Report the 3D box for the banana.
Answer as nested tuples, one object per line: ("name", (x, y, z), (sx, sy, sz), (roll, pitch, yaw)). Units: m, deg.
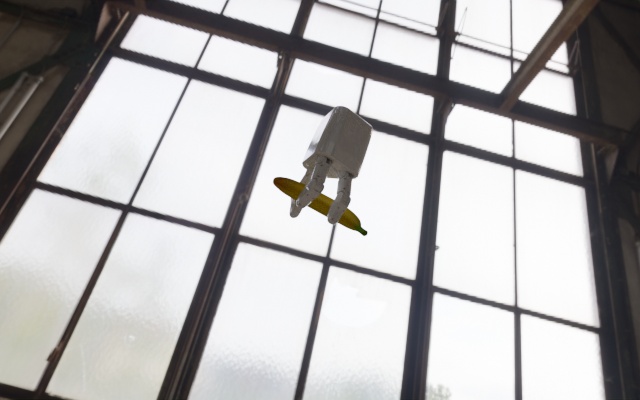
("banana", (0.001, 0.004, 0.887), (0.198, 0.037, 0.069), (28, -4, -7))
